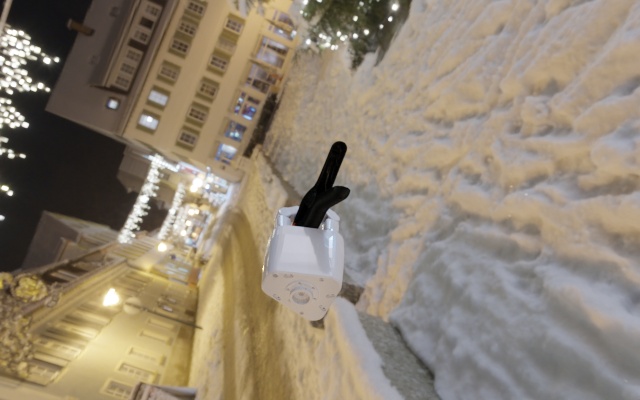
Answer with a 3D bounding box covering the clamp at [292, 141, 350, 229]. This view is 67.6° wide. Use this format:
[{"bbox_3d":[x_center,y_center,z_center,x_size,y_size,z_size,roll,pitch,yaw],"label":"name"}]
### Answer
[{"bbox_3d":[-0.001,0.002,0.739,0.039,0.171,0.120,21,31,-12],"label":"clamp"}]
